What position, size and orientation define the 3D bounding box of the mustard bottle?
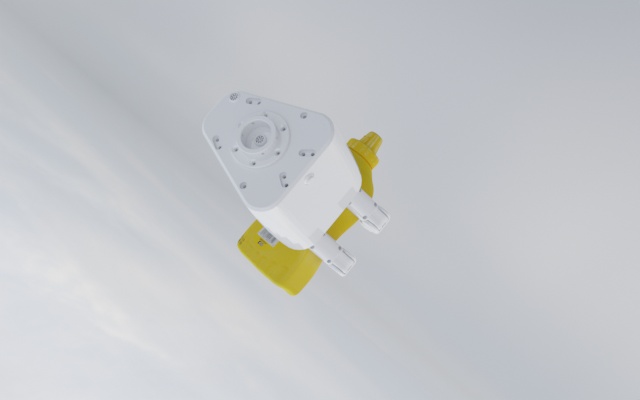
[{"bbox_3d":[0.000,0.002,0.513,0.096,0.191,0.058,33,-9,47],"label":"mustard bottle"}]
